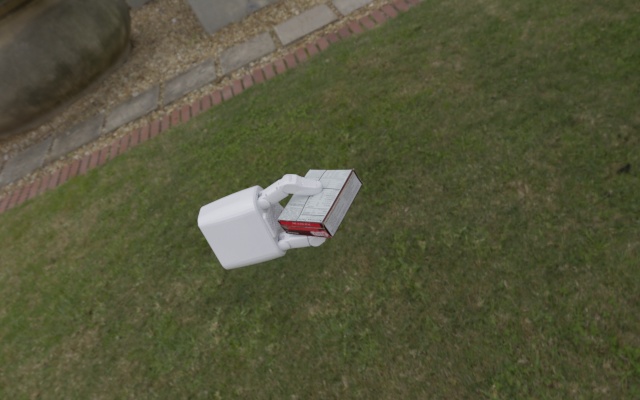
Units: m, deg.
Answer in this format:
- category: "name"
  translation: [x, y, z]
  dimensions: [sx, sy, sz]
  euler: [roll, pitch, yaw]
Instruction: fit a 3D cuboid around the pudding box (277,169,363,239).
- category: "pudding box"
  translation: [0.000, 0.002, 0.721]
  dimensions: [0.090, 0.113, 0.039]
  euler: [3, -39, 38]
